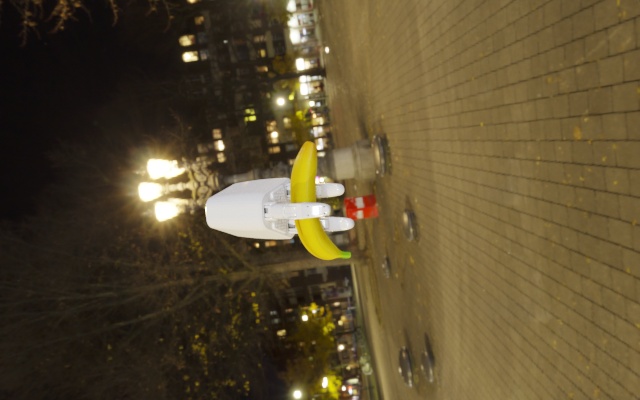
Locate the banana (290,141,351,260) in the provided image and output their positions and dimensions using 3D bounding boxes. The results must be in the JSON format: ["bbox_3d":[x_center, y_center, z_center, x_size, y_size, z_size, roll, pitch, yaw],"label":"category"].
[{"bbox_3d":[-0.012,0.013,0.715,0.069,0.198,0.037,-32,24,-34],"label":"banana"}]
